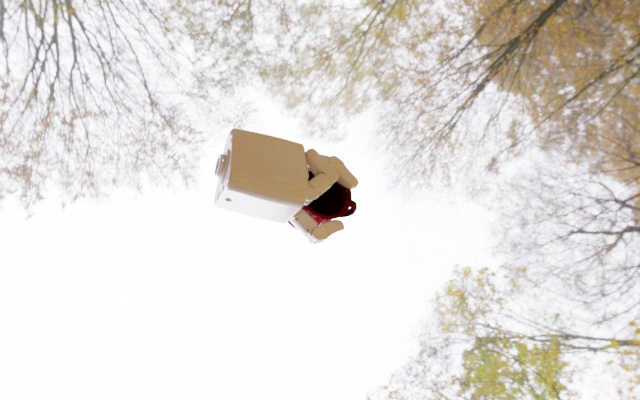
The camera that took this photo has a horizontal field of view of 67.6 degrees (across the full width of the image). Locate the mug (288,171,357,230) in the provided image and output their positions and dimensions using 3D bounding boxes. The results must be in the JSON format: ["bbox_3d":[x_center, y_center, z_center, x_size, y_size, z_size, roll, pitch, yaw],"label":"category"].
[{"bbox_3d":[0.001,0.003,0.750,0.117,0.093,0.081,14,-28,-22],"label":"mug"}]
